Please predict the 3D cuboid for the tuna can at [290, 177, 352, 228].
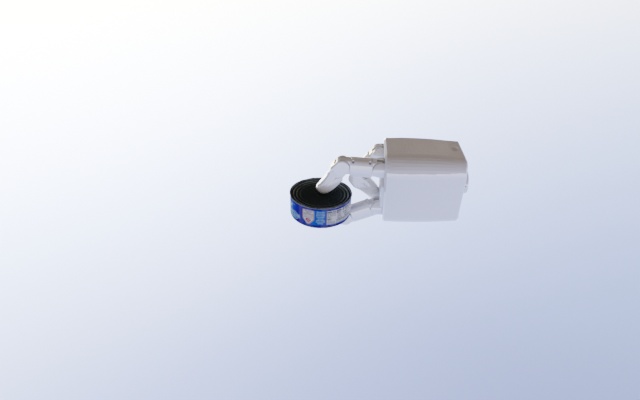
[{"bbox_3d":[0.000,0.003,0.662,0.086,0.034,0.086,1,31,-1],"label":"tuna can"}]
